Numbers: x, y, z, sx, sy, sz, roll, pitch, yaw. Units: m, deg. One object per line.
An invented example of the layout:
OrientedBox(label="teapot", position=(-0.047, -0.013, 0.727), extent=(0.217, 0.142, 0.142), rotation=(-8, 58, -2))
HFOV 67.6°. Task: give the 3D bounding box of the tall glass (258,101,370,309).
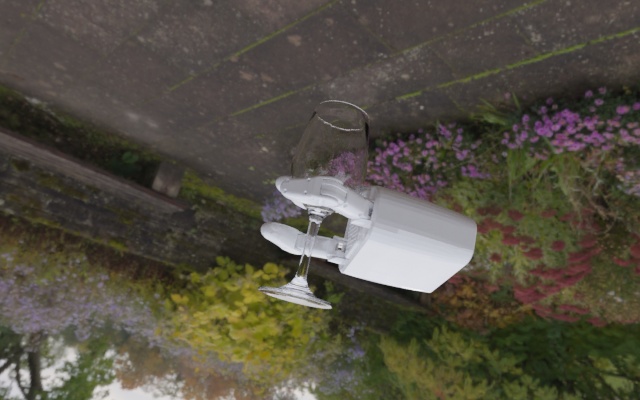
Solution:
OrientedBox(label="tall glass", position=(0.000, 0.002, 0.482), extent=(0.079, 0.201, 0.079), rotation=(13, -17, 4))
